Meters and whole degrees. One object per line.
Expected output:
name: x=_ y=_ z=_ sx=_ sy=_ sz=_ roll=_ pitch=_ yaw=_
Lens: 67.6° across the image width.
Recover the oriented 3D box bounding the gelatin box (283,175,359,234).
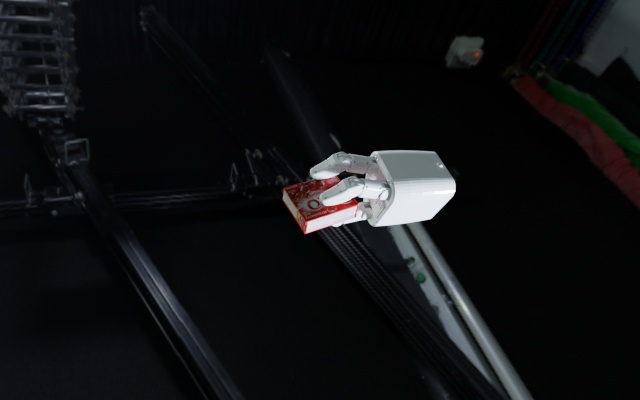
gelatin box: x=0.000 y=0.003 z=0.693 sx=0.089 sy=0.030 sz=0.073 roll=-17 pitch=51 yaw=-23
